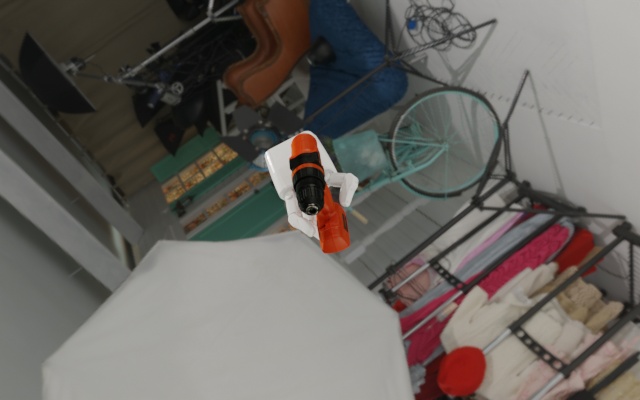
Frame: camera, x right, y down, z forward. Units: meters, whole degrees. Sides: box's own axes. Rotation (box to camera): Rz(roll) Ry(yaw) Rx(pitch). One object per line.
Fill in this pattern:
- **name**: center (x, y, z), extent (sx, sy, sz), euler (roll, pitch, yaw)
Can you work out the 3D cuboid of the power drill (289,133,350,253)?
- **power drill**: center (0.000, 0.003, 0.806), extent (0.057, 0.188, 0.184), euler (-14, 41, 8)
